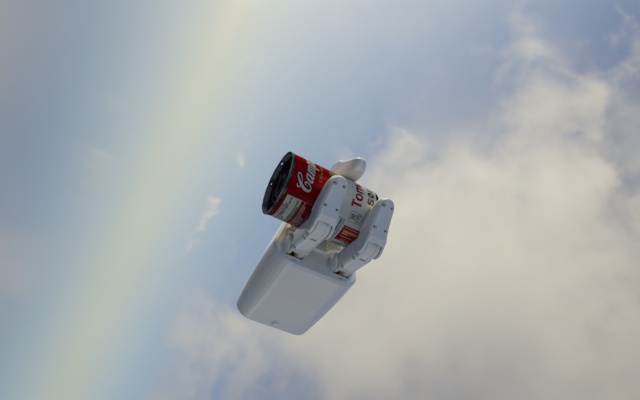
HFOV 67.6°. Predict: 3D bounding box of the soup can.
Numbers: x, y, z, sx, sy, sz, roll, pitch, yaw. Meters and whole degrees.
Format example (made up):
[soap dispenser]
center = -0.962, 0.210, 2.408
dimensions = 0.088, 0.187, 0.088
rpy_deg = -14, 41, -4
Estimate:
[soup can]
center = 0.001, 0.001, 0.490
dimensions = 0.102, 0.068, 0.068
rpy_deg = 24, -8, -18
